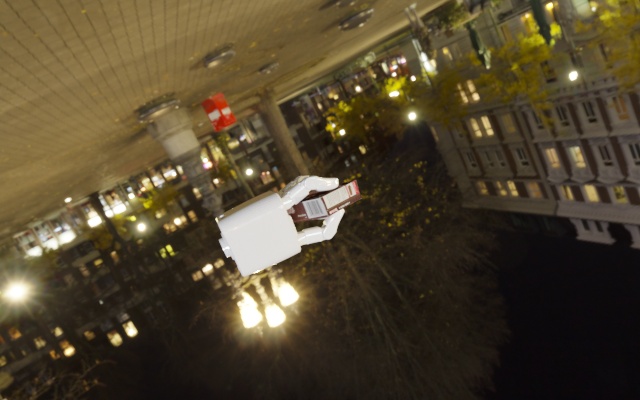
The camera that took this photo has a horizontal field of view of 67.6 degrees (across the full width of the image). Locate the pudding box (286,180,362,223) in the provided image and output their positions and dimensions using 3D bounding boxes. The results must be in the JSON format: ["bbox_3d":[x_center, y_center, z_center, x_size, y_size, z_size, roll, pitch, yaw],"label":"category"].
[{"bbox_3d":[0.000,0.003,0.820,0.090,0.039,0.113,-28,12,-40],"label":"pudding box"}]
